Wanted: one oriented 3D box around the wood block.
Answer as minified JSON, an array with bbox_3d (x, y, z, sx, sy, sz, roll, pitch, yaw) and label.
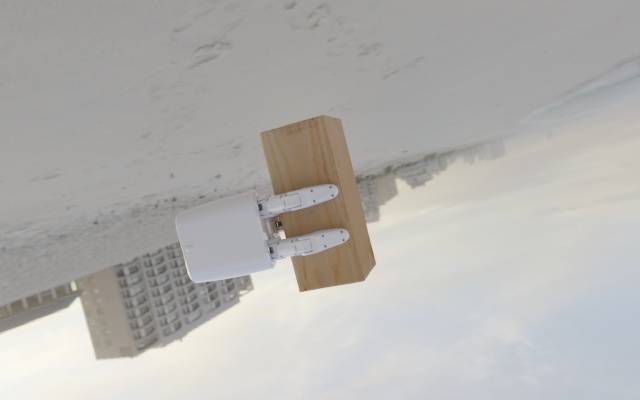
[{"bbox_3d":[0.000,0.002,0.626,0.090,0.206,0.091,-13,3,17],"label":"wood block"}]
